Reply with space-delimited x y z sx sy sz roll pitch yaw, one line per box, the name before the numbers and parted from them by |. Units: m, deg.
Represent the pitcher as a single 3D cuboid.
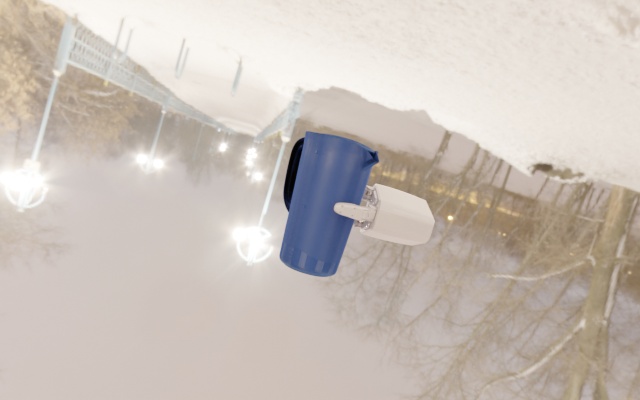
pitcher | 0.000 0.003 0.855 0.145 0.243 0.149 15 5 -7
